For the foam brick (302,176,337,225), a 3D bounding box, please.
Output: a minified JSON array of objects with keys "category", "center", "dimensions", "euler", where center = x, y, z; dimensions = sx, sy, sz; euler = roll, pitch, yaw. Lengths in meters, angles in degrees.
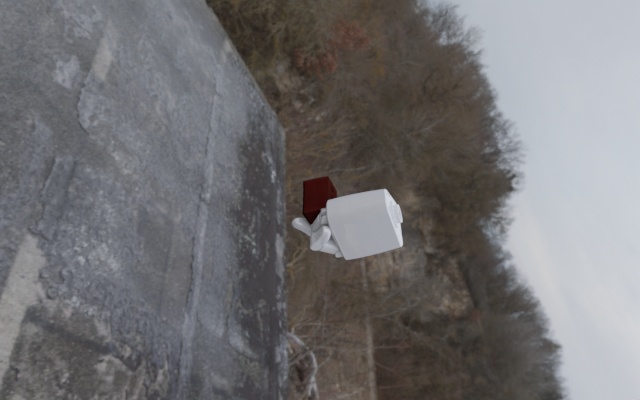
[{"category":"foam brick","center":[0.000,0.003,0.889],"dimensions":[0.051,0.078,0.053],"euler":[-14,-38,17]}]
